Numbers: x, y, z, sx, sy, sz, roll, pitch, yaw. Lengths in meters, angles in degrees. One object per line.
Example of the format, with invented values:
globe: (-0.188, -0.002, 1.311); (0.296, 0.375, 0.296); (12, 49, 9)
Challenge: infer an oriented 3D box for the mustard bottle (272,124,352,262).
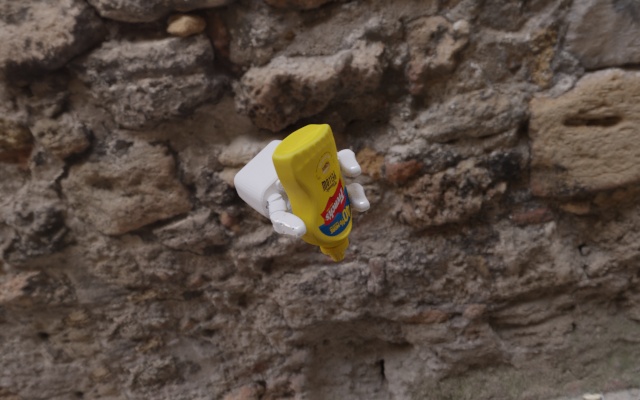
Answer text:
mustard bottle: (0.000, 0.002, 0.642); (0.058, 0.192, 0.096); (4, 34, 34)
